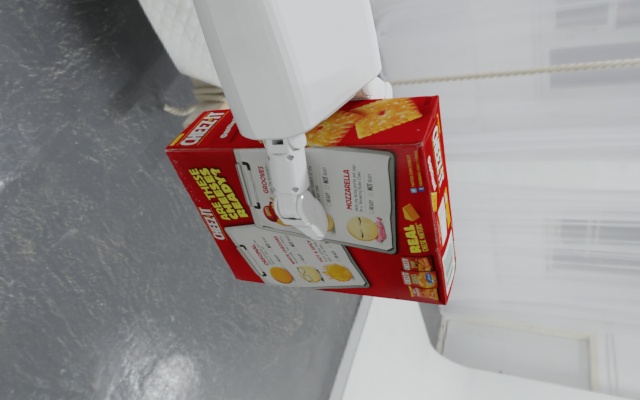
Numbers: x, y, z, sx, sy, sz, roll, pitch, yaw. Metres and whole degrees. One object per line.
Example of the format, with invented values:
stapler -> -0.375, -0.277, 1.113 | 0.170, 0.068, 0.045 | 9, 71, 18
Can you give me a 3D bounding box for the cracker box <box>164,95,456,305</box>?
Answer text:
cracker box -> 0.000, 0.001, 0.410 | 0.213, 0.164, 0.072 | 2, 41, 26
